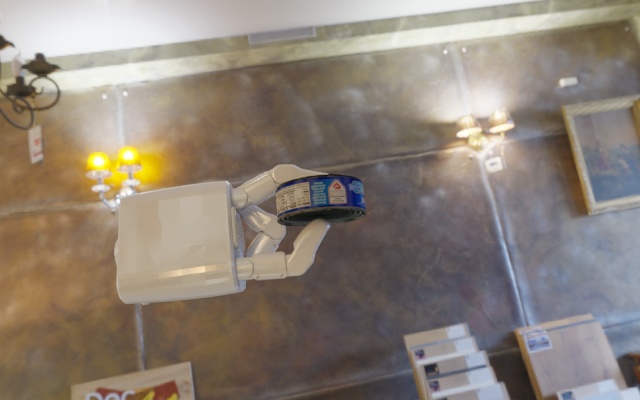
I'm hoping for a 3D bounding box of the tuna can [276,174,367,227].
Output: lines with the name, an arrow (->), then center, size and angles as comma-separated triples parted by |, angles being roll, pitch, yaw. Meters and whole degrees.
tuna can -> 0.000, 0.001, 0.459 | 0.086, 0.033, 0.086 | -5, -12, -1
